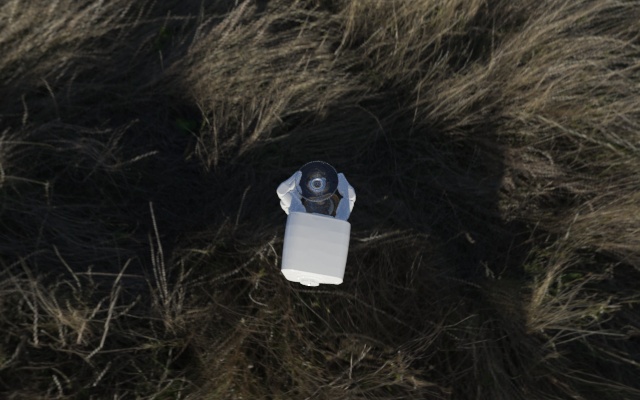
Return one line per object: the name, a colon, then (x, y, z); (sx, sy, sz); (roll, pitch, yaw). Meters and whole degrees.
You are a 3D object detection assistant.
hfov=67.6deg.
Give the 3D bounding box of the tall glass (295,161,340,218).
tall glass: (0.000, 0.003, 0.898); (0.079, 0.079, 0.201); (0, -21, 4)
